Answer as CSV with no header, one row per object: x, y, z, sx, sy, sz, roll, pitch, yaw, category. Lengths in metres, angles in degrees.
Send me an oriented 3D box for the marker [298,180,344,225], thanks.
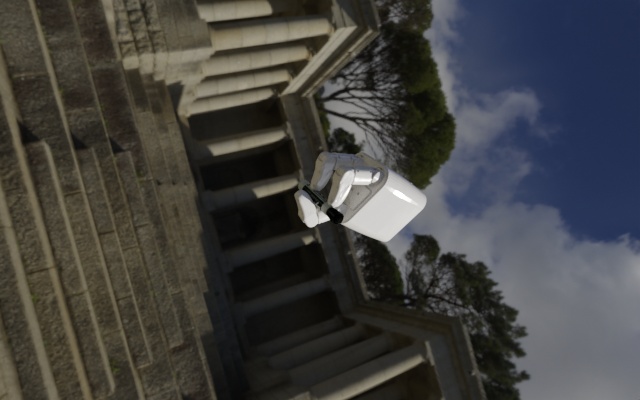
0.000,0.002,0.707,0.020,0.020,0.121,0,26,-30,marker
